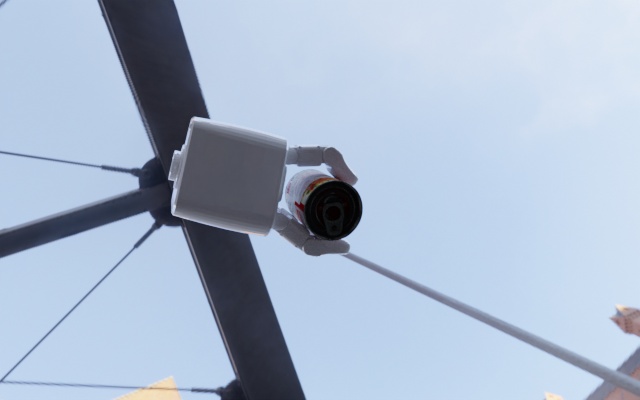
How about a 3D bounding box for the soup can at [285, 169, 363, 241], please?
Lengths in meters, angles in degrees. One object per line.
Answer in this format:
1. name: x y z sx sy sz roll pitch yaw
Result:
1. soup can: 0.000 0.002 0.567 0.068 0.068 0.102 0 11 -17
